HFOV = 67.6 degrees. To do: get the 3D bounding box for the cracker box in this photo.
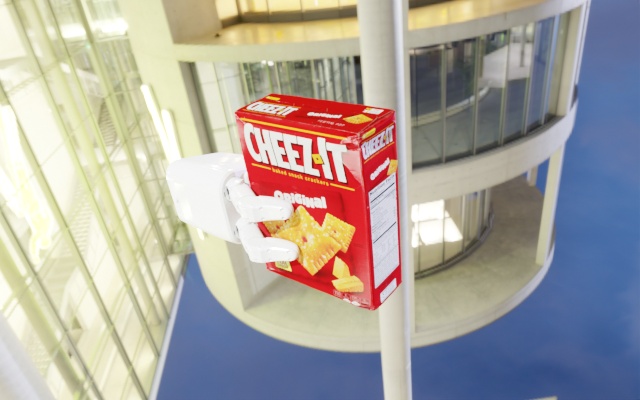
[{"bbox_3d":[0.000,0.002,0.528,0.164,0.214,0.072,16,38,34],"label":"cracker box"}]
